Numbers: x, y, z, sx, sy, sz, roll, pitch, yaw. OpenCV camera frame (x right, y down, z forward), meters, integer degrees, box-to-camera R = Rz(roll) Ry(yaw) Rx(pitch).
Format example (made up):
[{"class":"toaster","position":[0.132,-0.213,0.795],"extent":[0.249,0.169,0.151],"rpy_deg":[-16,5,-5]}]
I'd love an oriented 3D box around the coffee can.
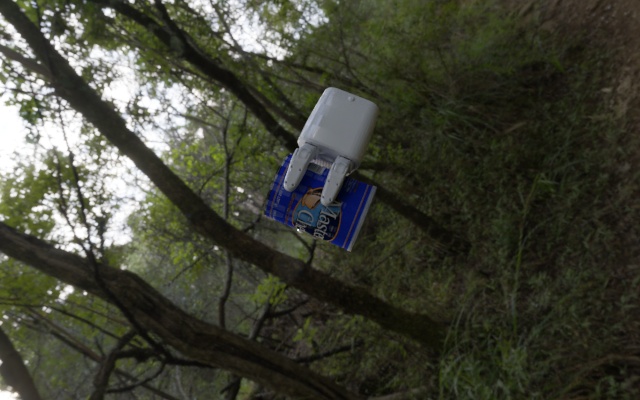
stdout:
[{"class":"coffee can","position":[0.000,0.003,0.709],"extent":[0.140,0.103,0.103],"rpy_deg":[22,2,4]}]
